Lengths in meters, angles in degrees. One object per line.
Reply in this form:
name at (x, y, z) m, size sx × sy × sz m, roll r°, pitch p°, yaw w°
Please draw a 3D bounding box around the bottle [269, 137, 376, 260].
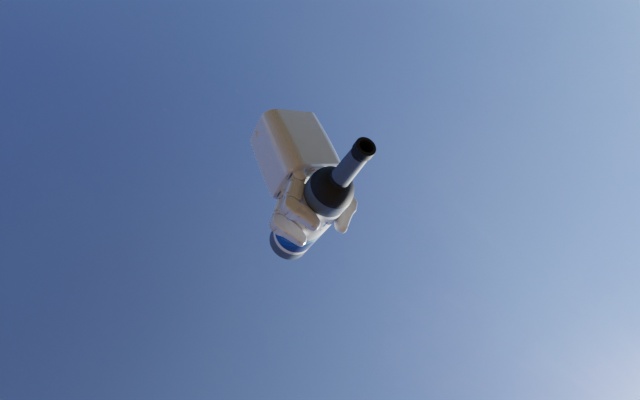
bottle at (0.000, 0.002, 0.690) m, size 0.069 × 0.069 × 0.296 m, roll 0°, pitch -27°, yaw -25°
